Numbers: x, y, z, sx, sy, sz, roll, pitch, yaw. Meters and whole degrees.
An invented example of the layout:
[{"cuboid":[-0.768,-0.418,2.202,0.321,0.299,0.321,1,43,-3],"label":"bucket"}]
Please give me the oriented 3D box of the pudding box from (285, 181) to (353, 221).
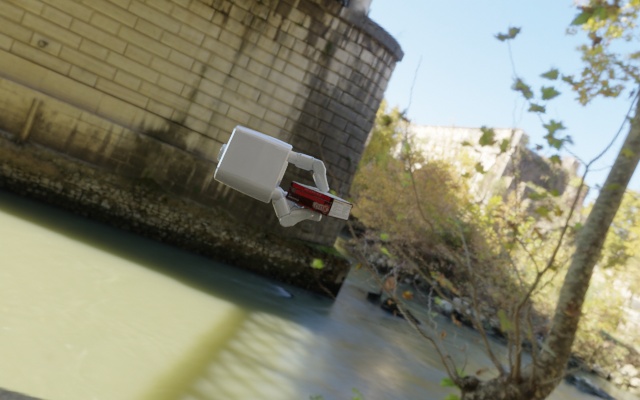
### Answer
[{"cuboid":[0.000,0.003,0.875,0.090,0.039,0.113,23,4,23],"label":"pudding box"}]
